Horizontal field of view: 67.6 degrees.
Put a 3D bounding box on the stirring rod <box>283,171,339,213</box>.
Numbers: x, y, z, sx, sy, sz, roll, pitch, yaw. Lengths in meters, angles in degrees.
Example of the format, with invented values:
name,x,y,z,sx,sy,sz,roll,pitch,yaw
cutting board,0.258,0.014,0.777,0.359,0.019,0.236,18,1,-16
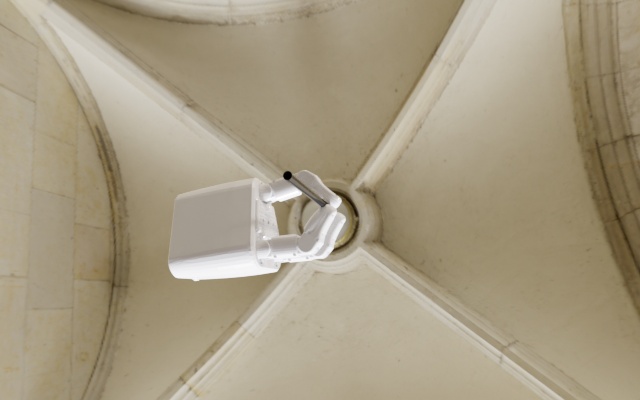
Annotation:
name,x,y,z,sx,sy,sz,roll,pitch,yaw
stirring rod,0.000,0.002,0.510,0.011,0.011,0.239,0,-11,13
